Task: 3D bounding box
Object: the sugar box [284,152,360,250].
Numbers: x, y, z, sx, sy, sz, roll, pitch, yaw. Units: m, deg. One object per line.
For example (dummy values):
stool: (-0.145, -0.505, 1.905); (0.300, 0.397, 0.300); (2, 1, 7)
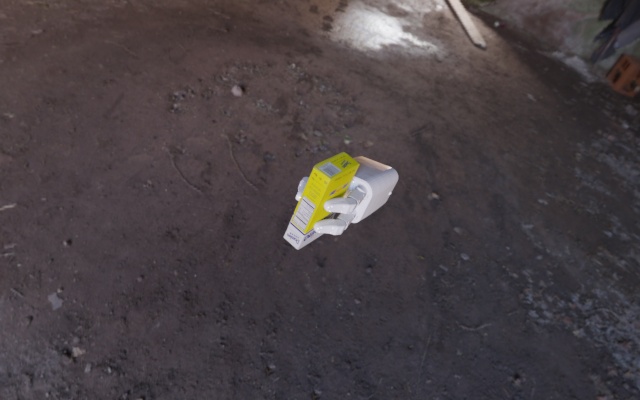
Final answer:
sugar box: (0.001, 0.003, 0.863); (0.048, 0.176, 0.093); (38, 40, 21)
